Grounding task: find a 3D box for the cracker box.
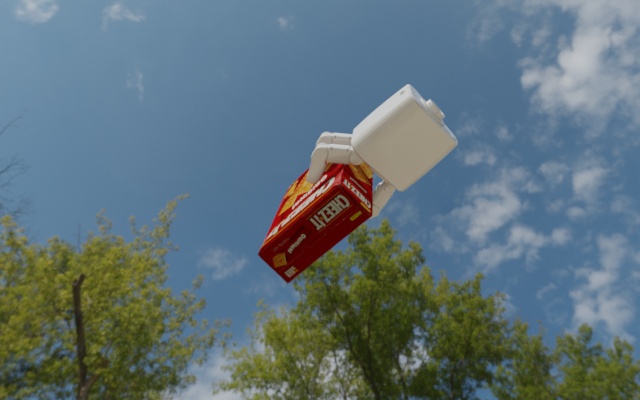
[{"bbox_3d":[0.000,0.002,0.731,0.164,0.072,0.213,-41,14,22],"label":"cracker box"}]
